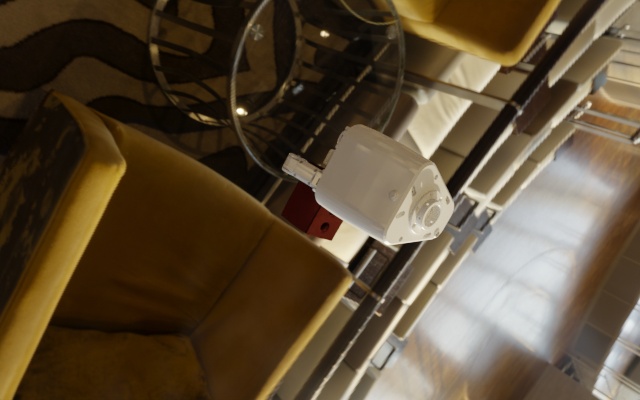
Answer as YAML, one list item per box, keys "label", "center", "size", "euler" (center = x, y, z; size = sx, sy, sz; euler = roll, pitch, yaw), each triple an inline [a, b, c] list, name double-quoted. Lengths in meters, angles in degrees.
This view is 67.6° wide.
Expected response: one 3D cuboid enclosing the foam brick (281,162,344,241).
- label: "foam brick"
  center: [0.000, 0.002, 0.581]
  size: [0.051, 0.078, 0.053]
  euler: [34, 9, 39]
